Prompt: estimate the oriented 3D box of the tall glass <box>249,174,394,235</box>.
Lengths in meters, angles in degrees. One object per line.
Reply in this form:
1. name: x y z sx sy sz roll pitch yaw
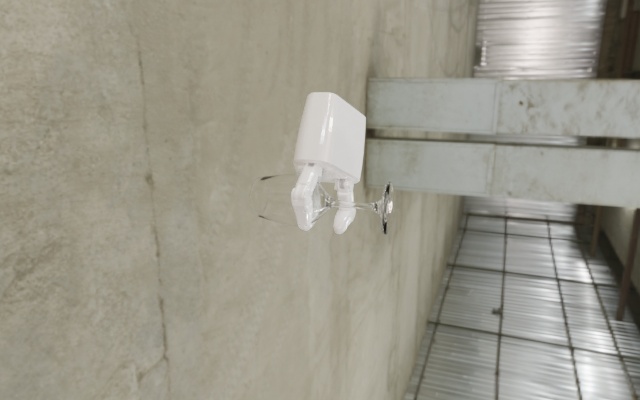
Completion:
1. tall glass: 0.001 0.002 0.690 0.201 0.079 0.079 5 2 20
